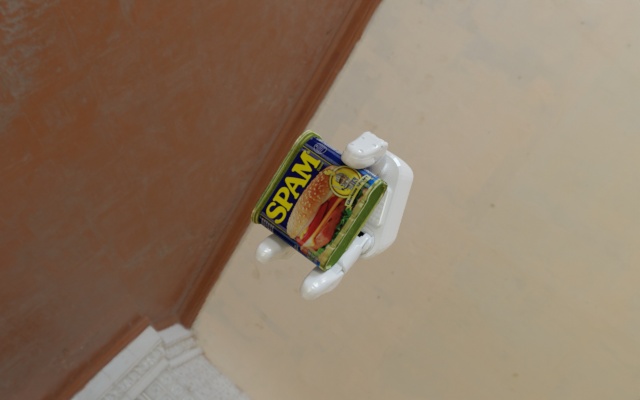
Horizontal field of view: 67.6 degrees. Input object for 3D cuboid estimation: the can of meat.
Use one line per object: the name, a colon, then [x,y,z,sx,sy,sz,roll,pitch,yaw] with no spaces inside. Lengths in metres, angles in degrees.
can of meat: [0.000,0.002,0.439,0.084,0.102,0.057,35,7,16]
